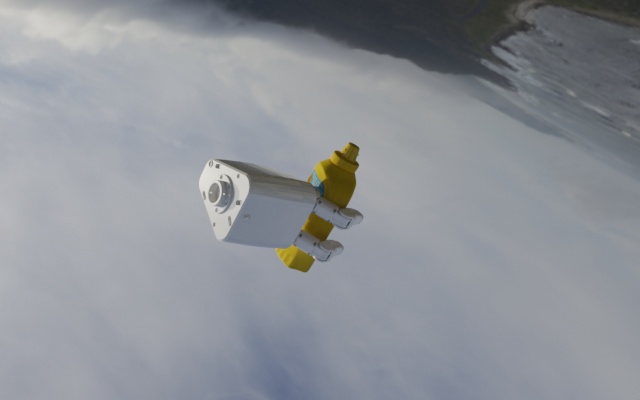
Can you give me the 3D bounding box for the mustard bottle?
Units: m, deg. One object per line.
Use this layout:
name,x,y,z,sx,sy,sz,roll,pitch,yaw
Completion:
mustard bottle,0.000,0.003,0.684,0.058,0.192,0.096,21,21,-23
